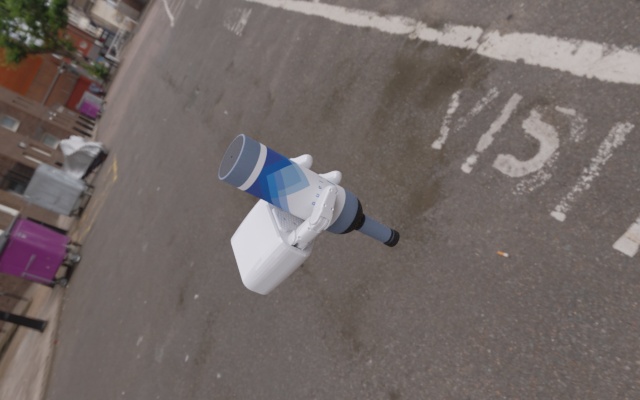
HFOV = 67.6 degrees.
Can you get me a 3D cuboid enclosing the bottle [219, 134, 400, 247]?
[{"bbox_3d":[0.000,0.002,0.688,0.296,0.069,0.069,27,-13,-28],"label":"bottle"}]
